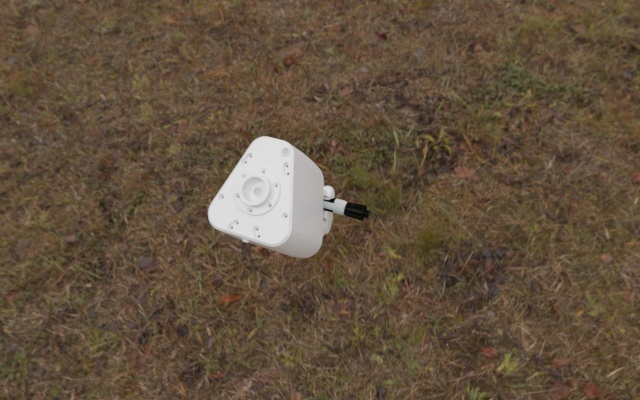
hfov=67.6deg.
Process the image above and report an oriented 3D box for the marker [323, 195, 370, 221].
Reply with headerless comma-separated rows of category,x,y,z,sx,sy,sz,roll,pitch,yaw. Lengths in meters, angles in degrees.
marker,0.000,0.002,0.571,0.121,0.020,0.020,15,4,17
